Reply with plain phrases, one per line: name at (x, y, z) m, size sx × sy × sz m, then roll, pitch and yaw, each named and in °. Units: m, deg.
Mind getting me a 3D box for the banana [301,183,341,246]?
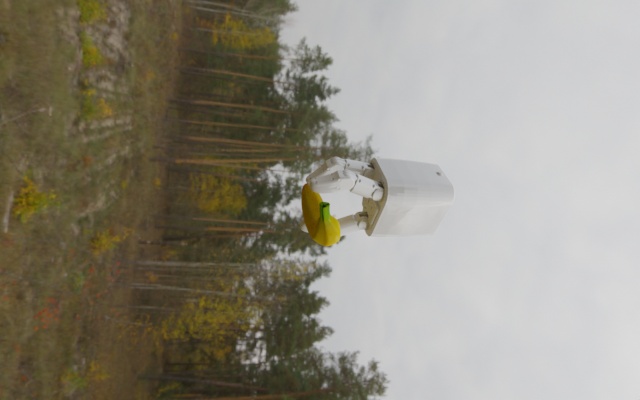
banana at (0.000, 0.021, 0.654) m, size 0.037 × 0.069 × 0.197 m, roll 0°, pitch 9°, yaw -10°
